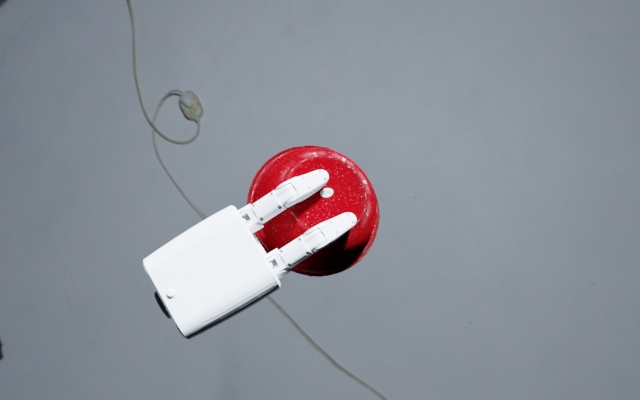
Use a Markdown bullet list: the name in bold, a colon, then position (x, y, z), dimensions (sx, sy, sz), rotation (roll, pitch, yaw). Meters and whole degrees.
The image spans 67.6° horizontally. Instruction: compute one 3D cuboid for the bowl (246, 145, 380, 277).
- **bowl**: position (0.001, 0.001, 0.542), dimensions (0.162, 0.162, 0.055), rotation (0, -18, -15)
